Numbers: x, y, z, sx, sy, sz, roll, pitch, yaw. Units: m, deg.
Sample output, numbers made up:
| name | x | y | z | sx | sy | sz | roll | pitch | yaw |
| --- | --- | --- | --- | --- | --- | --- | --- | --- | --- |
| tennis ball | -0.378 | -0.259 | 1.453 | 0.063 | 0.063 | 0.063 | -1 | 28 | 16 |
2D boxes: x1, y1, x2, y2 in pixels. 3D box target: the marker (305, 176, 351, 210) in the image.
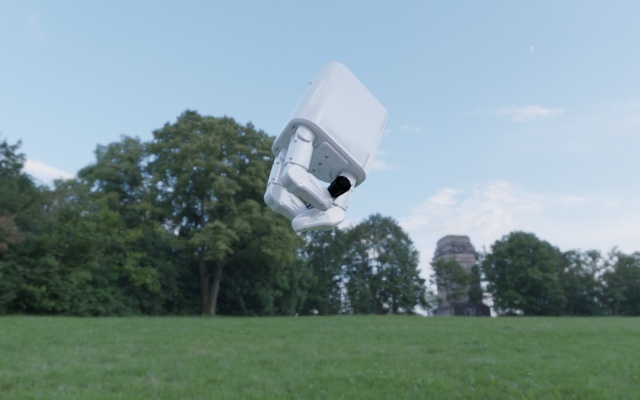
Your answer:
| name | x | y | z | sx | sy | sz | roll | pitch | yaw |
| --- | --- | --- | --- | --- | --- | --- | --- | --- | --- |
| marker | 0.000 | 0.002 | 0.534 | 0.020 | 0.020 | 0.121 | 0 | -21 | -27 |
